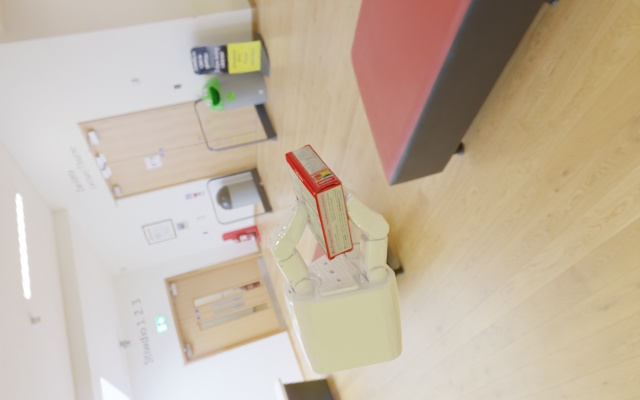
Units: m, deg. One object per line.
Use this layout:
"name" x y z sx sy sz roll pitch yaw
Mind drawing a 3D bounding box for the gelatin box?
"gelatin box" 0.000 0.001 0.460 0.030 0.089 0.073 -23 41 -11
